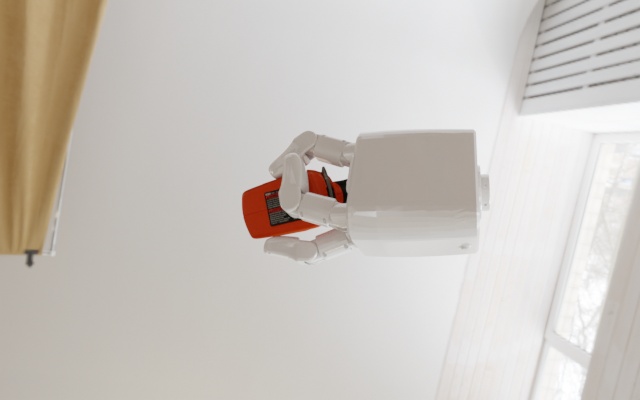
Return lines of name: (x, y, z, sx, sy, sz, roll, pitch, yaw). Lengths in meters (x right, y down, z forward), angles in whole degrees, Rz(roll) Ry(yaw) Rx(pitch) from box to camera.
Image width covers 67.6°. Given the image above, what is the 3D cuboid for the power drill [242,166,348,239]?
power drill: (0.000, 0.002, 0.550, 0.184, 0.057, 0.187, -17, -4, 34)
